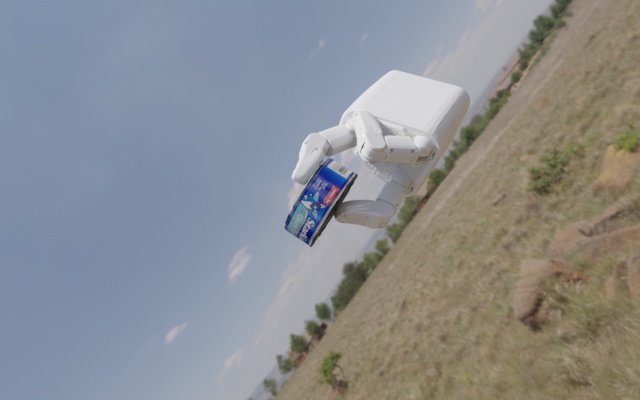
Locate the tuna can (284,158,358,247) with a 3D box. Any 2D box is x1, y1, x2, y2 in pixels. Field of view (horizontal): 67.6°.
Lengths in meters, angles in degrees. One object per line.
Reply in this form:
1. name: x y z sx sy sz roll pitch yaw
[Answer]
1. tuna can: 0.000 0.001 0.472 0.034 0.086 0.086 33 3 5
